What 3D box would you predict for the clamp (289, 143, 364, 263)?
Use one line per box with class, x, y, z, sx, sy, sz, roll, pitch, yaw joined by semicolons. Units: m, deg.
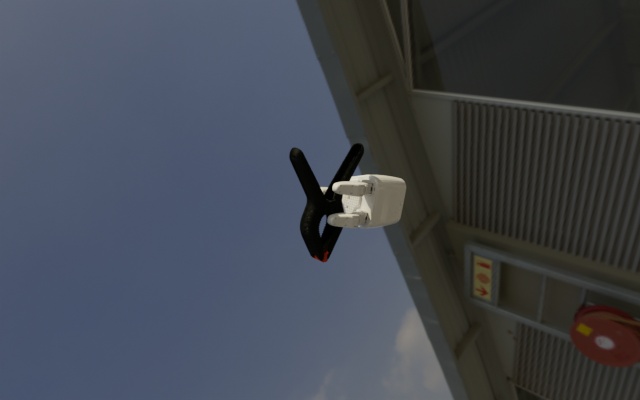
clamp;0.000;0.003;0.800;0.164;0.210;0.036;-1;15;-46
